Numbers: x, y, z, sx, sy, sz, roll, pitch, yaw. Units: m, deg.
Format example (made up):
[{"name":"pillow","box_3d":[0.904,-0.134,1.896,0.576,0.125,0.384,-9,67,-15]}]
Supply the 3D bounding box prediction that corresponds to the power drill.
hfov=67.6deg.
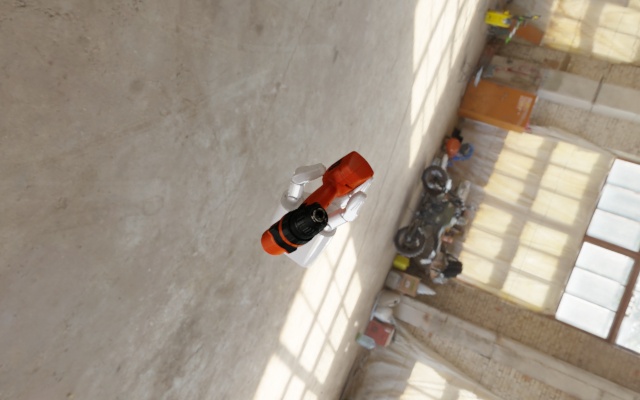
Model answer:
[{"name":"power drill","box_3d":[0.000,0.002,0.734,0.187,0.057,0.184,-43,7,-31]}]
